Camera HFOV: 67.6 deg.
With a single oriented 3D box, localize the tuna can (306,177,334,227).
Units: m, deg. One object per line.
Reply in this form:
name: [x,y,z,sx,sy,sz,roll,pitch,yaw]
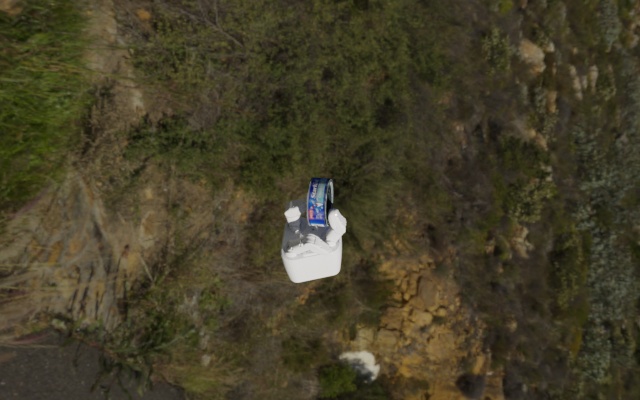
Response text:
tuna can: [0.001,0.003,0.834,0.034,0.086,0.086,4,1,10]
